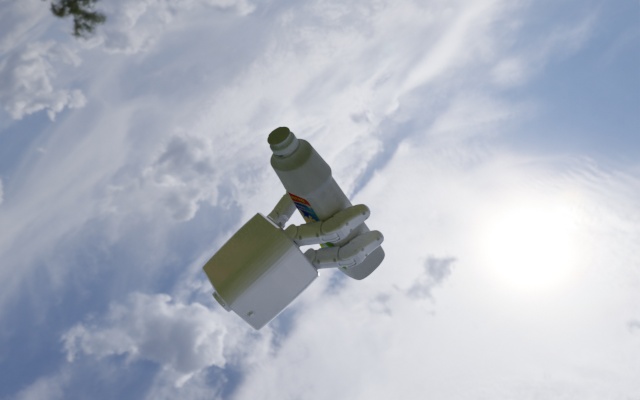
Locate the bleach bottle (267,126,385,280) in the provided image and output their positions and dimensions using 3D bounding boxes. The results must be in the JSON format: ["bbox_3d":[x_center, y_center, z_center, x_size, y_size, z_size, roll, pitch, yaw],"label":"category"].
[{"bbox_3d":[0.000,0.002,0.605,0.102,0.068,0.251,37,-14,45],"label":"bleach bottle"}]
